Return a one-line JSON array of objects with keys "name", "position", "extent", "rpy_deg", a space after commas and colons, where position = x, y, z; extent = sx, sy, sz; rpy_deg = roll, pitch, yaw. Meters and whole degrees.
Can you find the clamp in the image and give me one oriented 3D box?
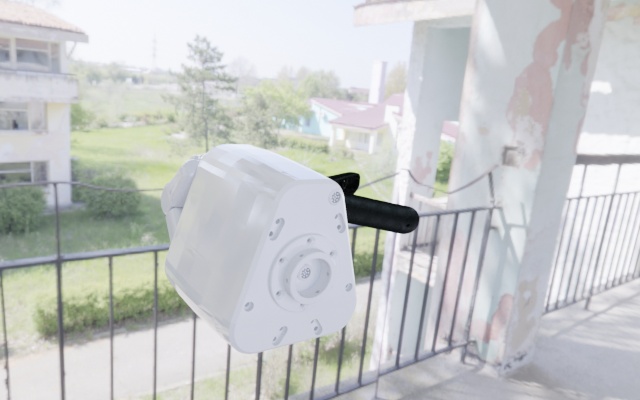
[{"name": "clamp", "position": [0.000, 0.001, 0.423], "extent": [0.171, 0.039, 0.120], "rpy_deg": [-4, 18, -35]}]
